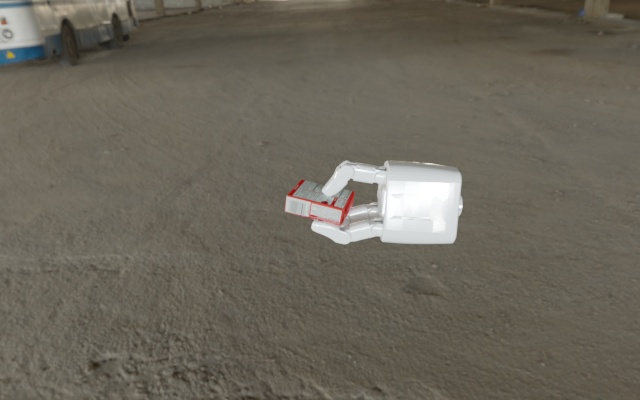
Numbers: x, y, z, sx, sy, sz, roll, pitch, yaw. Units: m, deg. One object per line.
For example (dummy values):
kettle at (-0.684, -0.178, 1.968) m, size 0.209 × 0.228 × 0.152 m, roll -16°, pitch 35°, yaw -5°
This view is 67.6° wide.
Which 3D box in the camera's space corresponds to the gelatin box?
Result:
gelatin box at (0.000, 0.002, 0.710) m, size 0.089 × 0.030 × 0.073 m, roll 14°, pitch 25°, yaw 10°
